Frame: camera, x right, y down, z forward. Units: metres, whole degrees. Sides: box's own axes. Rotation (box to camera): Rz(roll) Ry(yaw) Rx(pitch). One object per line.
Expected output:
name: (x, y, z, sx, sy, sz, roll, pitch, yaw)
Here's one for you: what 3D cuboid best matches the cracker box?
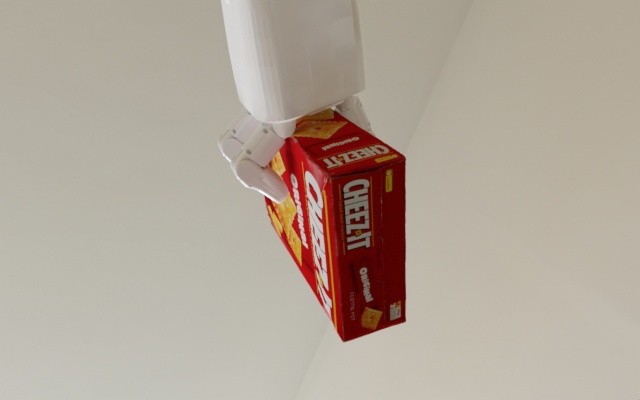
cracker box: (0.000, 0.001, 0.462, 0.072, 0.164, 0.213, -16, 31, -16)
